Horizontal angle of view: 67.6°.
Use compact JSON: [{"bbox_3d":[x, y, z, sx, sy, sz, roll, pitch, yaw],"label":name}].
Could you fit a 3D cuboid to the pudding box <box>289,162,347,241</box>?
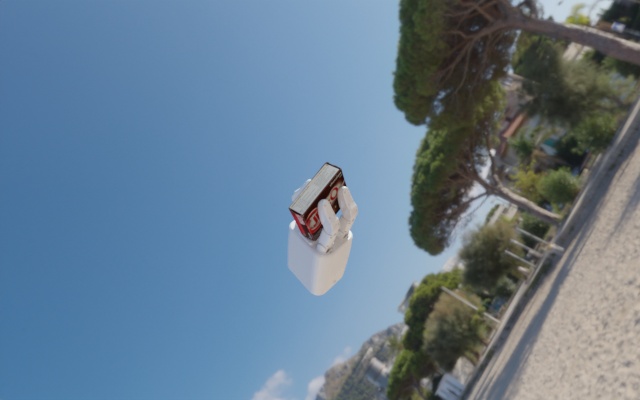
[{"bbox_3d":[0.000,0.003,0.835,0.039,0.113,0.090,26,-22,27],"label":"pudding box"}]
